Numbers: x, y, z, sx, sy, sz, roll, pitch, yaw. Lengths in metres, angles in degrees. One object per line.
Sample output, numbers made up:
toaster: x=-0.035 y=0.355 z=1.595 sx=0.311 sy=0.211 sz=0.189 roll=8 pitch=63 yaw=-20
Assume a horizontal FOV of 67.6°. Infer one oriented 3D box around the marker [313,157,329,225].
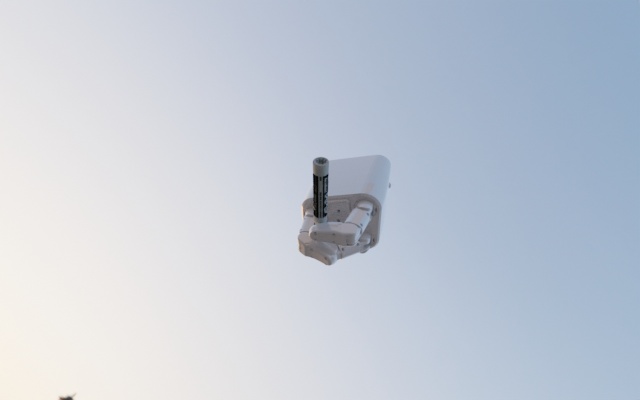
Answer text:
marker: x=0.000 y=0.002 z=0.580 sx=0.020 sy=0.121 sz=0.020 roll=0 pitch=39 yaw=0
